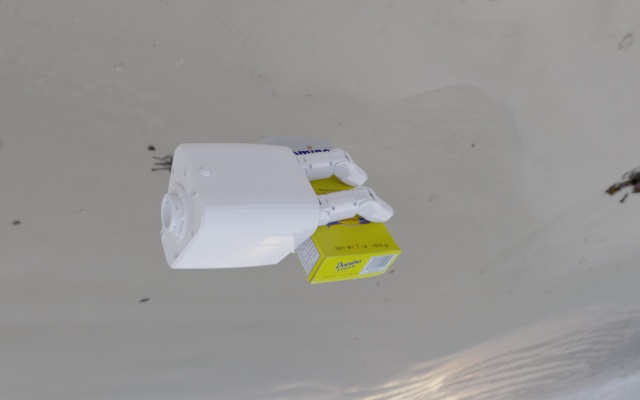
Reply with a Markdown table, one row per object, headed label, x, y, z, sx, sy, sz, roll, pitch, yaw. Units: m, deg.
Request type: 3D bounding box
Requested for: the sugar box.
| label | x | y | z | sx | sy | sz | roll | pitch | yaw |
| --- | --- | --- | --- | --- | --- | --- | --- | --- | --- |
| sugar box | 0.000 | 0.001 | 0.499 | 0.093 | 0.176 | 0.048 | 0 | -44 | -35 |
